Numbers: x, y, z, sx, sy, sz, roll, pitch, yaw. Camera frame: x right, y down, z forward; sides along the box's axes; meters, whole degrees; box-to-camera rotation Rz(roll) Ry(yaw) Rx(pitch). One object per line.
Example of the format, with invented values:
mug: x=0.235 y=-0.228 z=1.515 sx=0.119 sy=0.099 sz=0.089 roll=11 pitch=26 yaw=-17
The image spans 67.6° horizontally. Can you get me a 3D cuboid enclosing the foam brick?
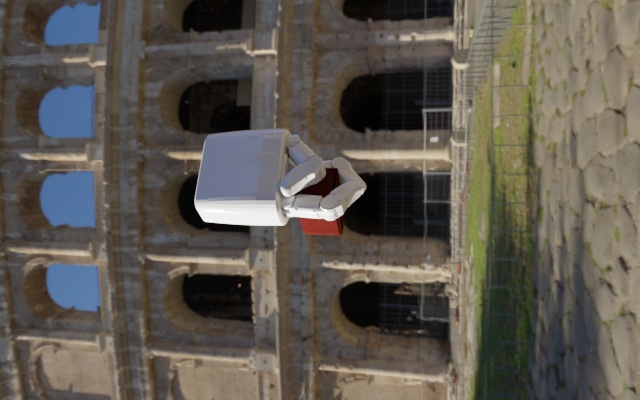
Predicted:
foam brick: x=0.000 y=0.002 z=0.610 sx=0.051 sy=0.053 sz=0.078 roll=-1 pitch=-38 yaw=12
